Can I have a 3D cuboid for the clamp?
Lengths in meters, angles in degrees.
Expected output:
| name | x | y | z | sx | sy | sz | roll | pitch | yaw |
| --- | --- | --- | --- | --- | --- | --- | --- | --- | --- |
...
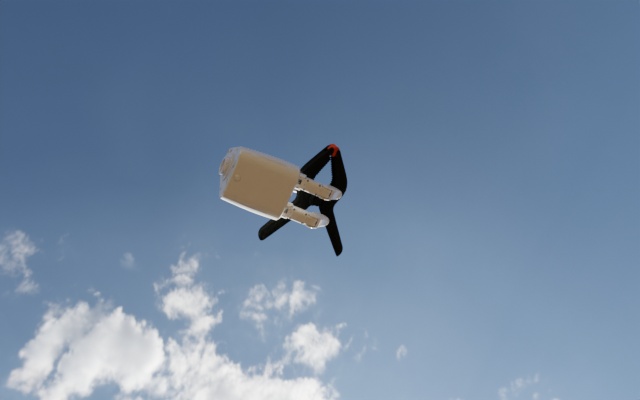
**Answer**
| name | x | y | z | sx | sy | sz | roll | pitch | yaw |
| --- | --- | --- | --- | --- | --- | --- | --- | --- | --- |
| clamp | 0.000 | 0.002 | 0.865 | 0.164 | 0.210 | 0.036 | 21 | 14 | -22 |
